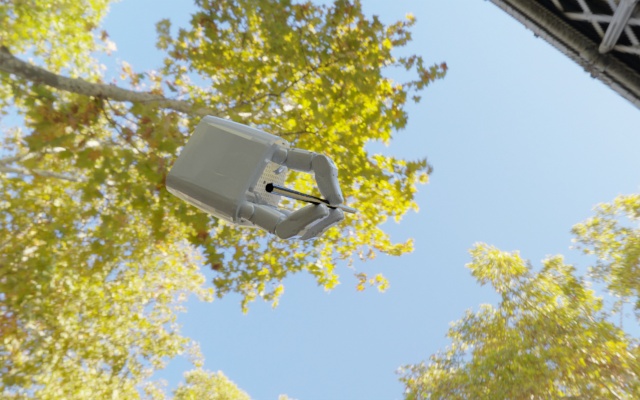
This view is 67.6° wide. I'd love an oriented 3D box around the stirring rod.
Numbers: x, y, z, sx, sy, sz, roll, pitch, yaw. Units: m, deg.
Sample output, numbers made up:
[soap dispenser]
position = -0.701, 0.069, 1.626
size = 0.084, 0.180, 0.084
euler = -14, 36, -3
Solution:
[stirring rod]
position = 0.000, 0.002, 0.503
size = 0.011, 0.011, 0.239
euler = 0, -6, 20
